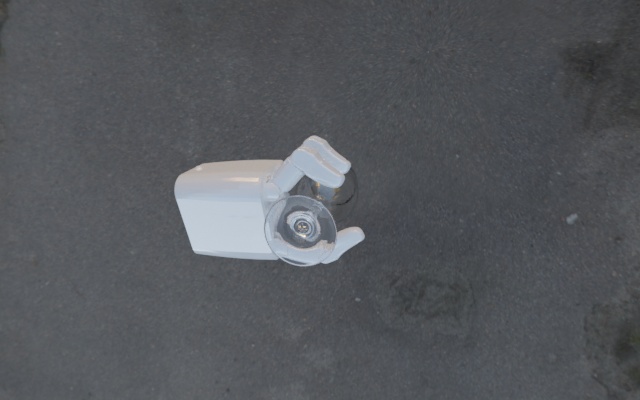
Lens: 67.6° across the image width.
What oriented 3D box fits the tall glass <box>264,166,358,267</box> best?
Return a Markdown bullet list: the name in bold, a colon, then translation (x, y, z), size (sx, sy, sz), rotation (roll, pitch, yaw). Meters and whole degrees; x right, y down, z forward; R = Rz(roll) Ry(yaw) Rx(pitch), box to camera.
- **tall glass**: translation (0.000, 0.002, 0.559), size (0.079, 0.079, 0.201), rotation (0, 17, 13)
